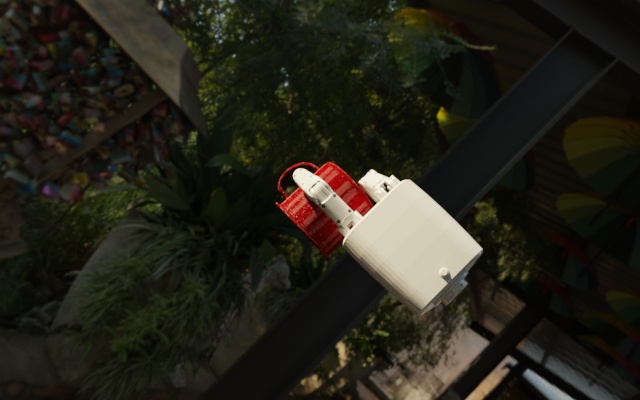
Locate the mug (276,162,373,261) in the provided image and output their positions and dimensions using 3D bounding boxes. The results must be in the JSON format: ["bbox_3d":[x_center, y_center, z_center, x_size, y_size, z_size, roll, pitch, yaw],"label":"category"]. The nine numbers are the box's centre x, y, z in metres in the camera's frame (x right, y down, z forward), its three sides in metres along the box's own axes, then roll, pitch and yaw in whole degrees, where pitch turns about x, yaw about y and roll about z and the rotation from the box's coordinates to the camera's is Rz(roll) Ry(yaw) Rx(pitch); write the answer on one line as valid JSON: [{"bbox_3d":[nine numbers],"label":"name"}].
[{"bbox_3d":[-0.001,0.001,0.569,0.117,0.081,0.093,45,-5,20],"label":"mug"}]
